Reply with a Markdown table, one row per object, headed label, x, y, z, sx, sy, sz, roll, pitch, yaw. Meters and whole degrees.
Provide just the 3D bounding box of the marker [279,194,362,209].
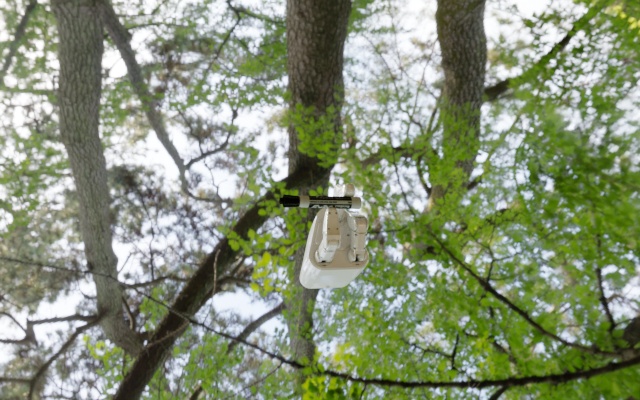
| label | x | y | z | sx | sy | sz | roll | pitch | yaw |
| --- | --- | --- | --- | --- | --- | --- | --- | --- | --- |
| marker | 0.000 | 0.002 | 0.696 | 0.121 | 0.020 | 0.020 | 2 | 0 | -14 |
